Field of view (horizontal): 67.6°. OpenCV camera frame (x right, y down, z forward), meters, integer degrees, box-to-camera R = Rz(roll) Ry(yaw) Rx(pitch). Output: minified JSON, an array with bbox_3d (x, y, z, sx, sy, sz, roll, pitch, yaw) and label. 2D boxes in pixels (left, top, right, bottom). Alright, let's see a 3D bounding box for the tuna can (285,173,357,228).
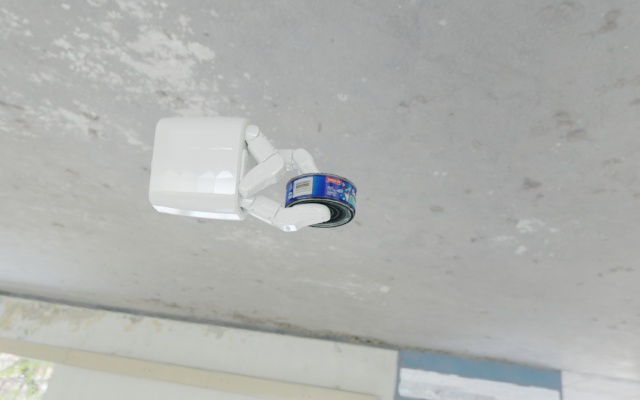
[{"bbox_3d":[0.000,0.002,0.569,0.086,0.033,0.086,3,-26,1],"label":"tuna can"}]
